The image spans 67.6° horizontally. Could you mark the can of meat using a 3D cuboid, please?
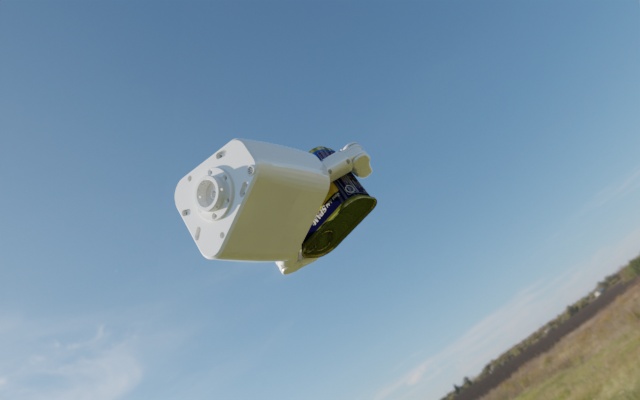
[{"bbox_3d":[0.000,0.001,0.547,0.102,0.084,0.057,-48,-29,24],"label":"can of meat"}]
